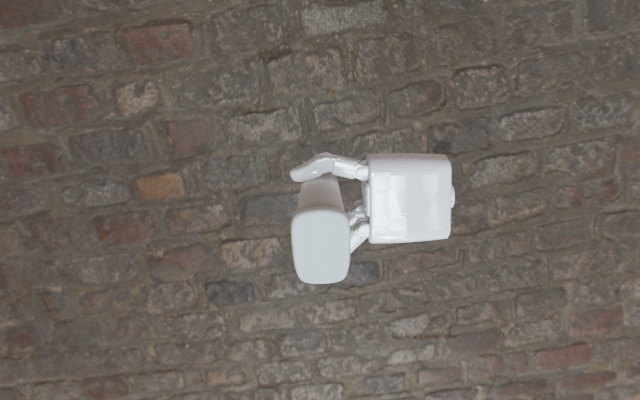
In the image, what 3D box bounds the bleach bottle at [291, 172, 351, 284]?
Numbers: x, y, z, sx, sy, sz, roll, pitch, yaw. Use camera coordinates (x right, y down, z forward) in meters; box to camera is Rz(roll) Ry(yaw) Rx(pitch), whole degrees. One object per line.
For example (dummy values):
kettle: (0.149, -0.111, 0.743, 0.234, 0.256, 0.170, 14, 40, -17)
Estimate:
bleach bottle: (0.000, 0.002, 0.651, 0.068, 0.103, 0.250, -2, 26, 0)
